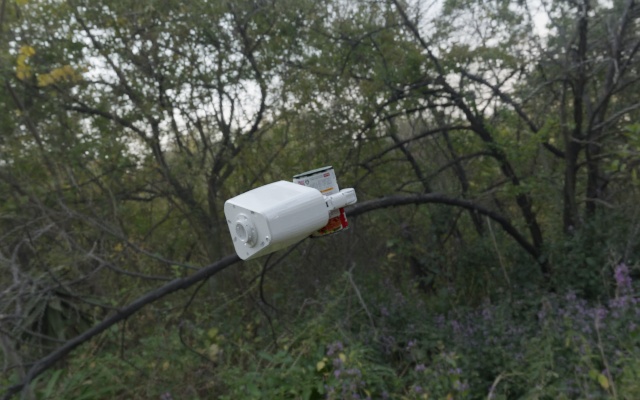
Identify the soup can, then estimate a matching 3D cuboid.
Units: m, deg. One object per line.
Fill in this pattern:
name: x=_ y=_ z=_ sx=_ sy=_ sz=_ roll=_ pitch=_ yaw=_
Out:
soup can: x=0.000 y=0.002 z=0.765 sx=0.068 sy=0.102 sz=0.068 roll=-15 pitch=6 yaw=2
